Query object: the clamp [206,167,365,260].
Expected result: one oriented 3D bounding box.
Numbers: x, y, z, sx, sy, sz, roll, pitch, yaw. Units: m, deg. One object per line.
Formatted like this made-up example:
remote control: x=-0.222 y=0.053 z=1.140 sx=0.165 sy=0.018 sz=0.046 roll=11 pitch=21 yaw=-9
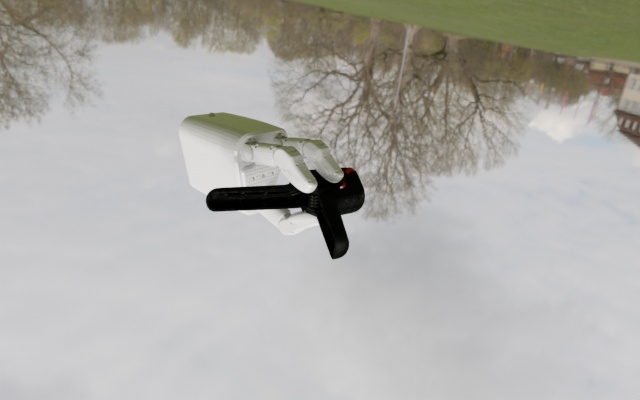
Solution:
clamp: x=0.000 y=0.002 z=0.547 sx=0.164 sy=0.036 sz=0.210 roll=24 pitch=26 yaw=28
